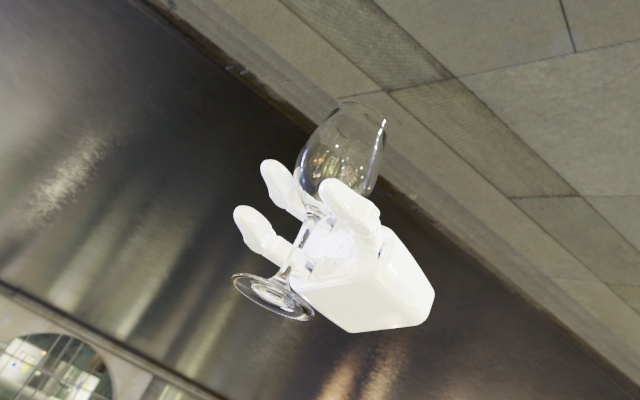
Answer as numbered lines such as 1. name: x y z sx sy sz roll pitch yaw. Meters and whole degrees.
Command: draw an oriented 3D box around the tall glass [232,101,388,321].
1. tall glass: 0.000 0.002 0.435 0.079 0.201 0.079 21 -28 11
